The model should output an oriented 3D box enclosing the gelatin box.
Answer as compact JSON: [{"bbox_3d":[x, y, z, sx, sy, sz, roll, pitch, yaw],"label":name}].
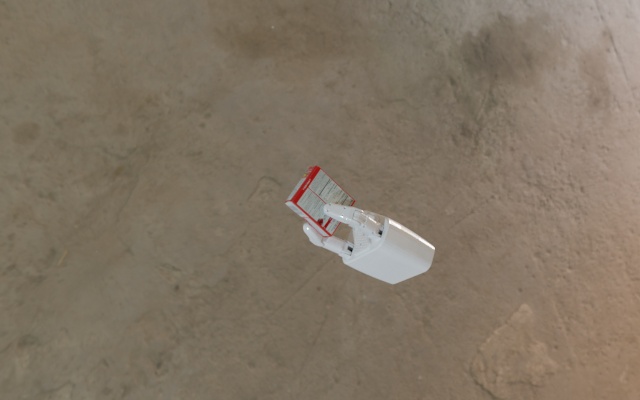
[{"bbox_3d":[0.000,0.002,0.735,0.089,0.073,0.030,42,-22,-21],"label":"gelatin box"}]
